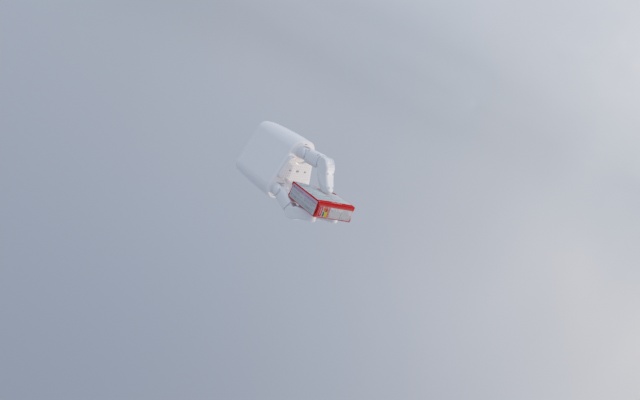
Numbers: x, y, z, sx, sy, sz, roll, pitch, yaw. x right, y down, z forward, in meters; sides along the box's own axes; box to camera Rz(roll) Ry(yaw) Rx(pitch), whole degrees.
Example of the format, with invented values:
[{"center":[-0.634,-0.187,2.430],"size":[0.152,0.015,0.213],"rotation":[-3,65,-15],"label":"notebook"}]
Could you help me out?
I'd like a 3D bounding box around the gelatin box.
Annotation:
[{"center":[0.000,0.002,0.769],"size":[0.073,0.030,0.089],"rotation":[11,16,-36],"label":"gelatin box"}]
